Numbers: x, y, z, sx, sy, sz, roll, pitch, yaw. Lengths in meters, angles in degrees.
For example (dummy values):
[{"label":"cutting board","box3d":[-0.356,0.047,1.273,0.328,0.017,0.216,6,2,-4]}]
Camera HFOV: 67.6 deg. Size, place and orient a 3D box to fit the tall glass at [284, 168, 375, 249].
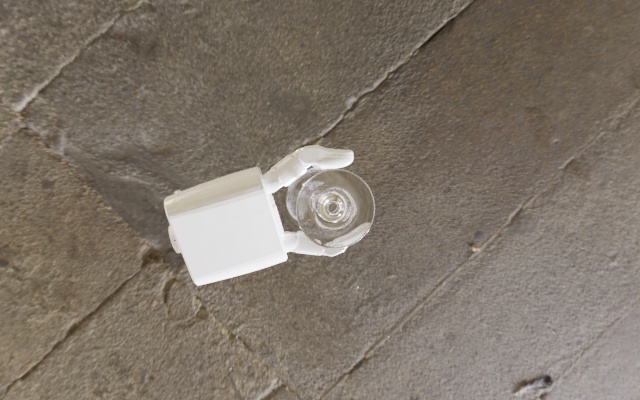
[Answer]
[{"label":"tall glass","box3d":[0.000,0.002,0.539,0.079,0.079,0.201,0,4,-8]}]
